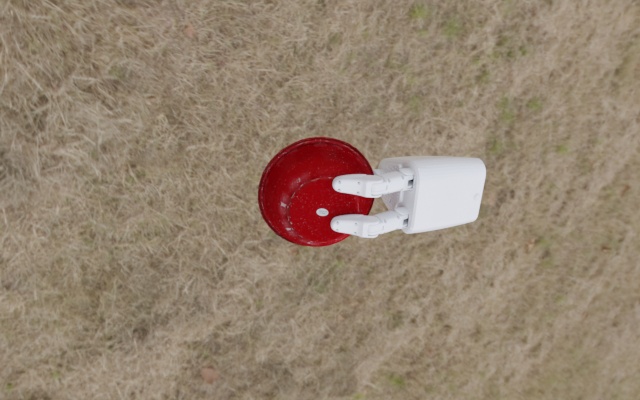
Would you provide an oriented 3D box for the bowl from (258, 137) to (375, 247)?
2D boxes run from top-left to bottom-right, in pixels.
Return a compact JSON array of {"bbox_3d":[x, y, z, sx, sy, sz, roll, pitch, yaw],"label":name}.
[{"bbox_3d":[-0.001,0.003,0.622,0.162,0.162,0.055,0,25,-10],"label":"bowl"}]
